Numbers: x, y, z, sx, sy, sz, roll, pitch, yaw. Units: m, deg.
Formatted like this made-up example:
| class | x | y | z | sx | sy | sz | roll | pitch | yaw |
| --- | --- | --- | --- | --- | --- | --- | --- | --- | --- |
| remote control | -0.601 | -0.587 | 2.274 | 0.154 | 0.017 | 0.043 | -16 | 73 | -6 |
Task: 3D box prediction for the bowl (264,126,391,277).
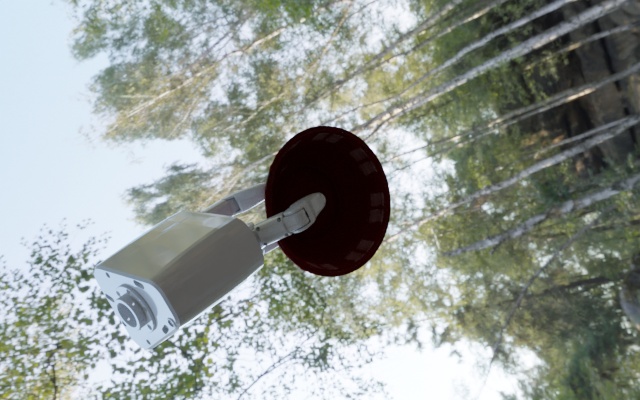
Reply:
| class | x | y | z | sx | sy | sz | roll | pitch | yaw |
| --- | --- | --- | --- | --- | --- | --- | --- | --- | --- |
| bowl | 0.001 | 0.001 | 0.530 | 0.162 | 0.162 | 0.055 | 0 | -3 | -33 |
